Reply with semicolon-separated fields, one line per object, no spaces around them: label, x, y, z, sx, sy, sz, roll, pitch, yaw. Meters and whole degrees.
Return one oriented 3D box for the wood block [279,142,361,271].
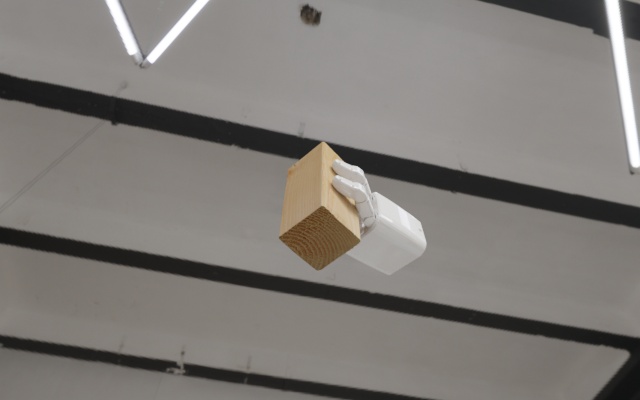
wood block;0.000;0.003;0.788;0.091;0.090;0.206;-38;25;22
